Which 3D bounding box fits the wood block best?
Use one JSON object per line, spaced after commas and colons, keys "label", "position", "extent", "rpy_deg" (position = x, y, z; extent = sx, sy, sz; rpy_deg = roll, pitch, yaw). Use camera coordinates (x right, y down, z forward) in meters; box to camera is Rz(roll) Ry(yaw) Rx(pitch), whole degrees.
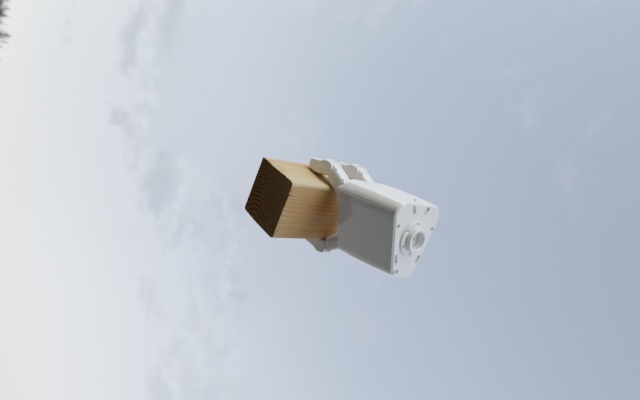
{"label": "wood block", "position": [0.000, 0.003, 0.748], "extent": [0.206, 0.091, 0.090], "rpy_deg": [6, 24, -41]}
